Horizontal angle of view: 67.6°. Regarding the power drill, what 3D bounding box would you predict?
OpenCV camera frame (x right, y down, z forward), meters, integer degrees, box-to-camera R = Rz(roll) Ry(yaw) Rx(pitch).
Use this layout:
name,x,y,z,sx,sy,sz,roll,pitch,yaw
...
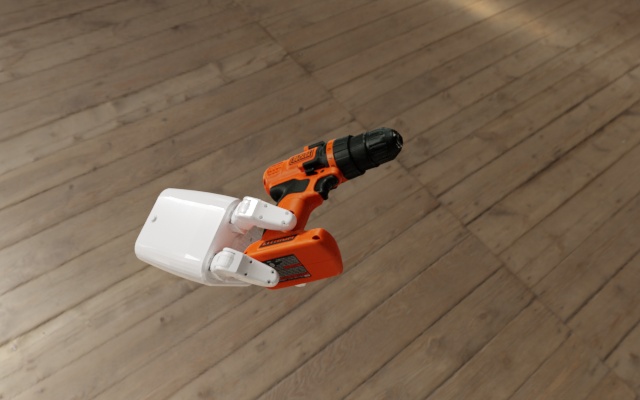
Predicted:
name,x,y,z,sx,sy,sz,roll,pitch,yaw
power drill,0.000,0.002,0.526,0.184,0.057,0.187,-19,33,29
